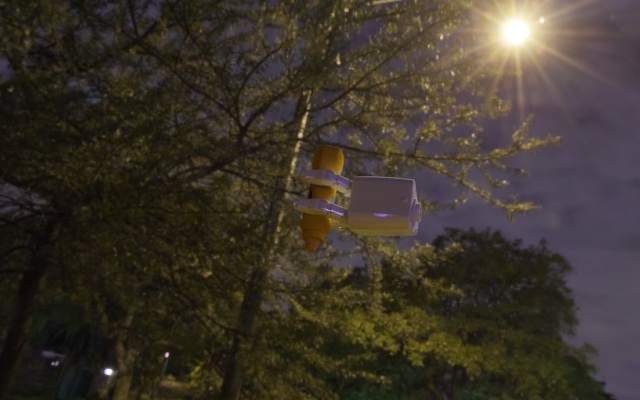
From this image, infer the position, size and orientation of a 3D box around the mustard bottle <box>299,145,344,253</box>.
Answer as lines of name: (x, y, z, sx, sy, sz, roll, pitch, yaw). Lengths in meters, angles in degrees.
mustard bottle: (0.000, 0.003, 0.866, 0.058, 0.191, 0.096, 12, -25, -2)
